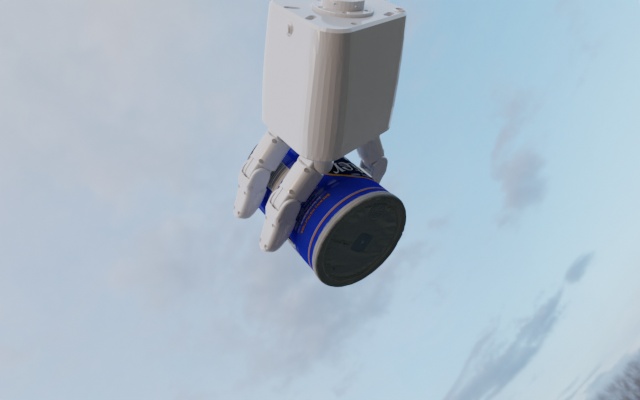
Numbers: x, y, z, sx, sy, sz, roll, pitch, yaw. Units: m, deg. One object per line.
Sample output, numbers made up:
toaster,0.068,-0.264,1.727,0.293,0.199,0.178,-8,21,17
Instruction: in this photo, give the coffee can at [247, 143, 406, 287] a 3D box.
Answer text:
coffee can,0.000,0.002,0.473,0.103,0.103,0.140,0,32,-41
